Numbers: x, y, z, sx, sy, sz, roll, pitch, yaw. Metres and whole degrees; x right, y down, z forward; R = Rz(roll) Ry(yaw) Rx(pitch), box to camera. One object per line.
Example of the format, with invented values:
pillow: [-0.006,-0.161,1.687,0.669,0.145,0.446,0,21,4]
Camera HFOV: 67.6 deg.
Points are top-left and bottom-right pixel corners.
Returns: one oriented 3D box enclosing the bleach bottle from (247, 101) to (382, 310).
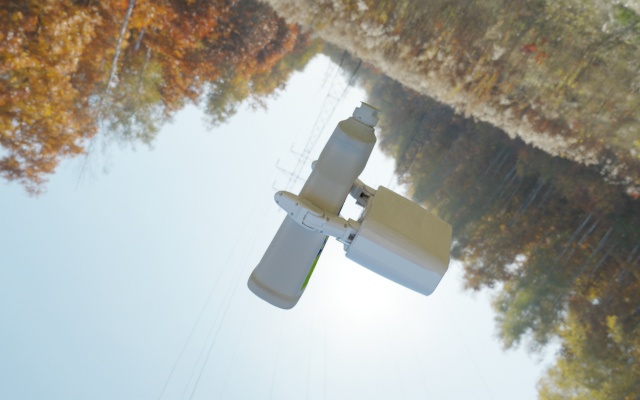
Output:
bleach bottle: [0.000,0.002,0.568,0.068,0.251,0.102,28,17,4]
